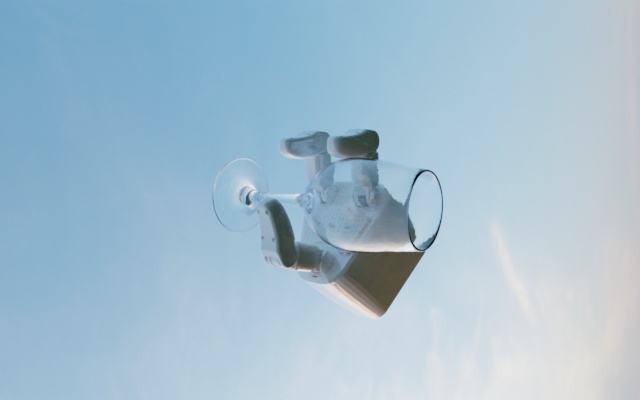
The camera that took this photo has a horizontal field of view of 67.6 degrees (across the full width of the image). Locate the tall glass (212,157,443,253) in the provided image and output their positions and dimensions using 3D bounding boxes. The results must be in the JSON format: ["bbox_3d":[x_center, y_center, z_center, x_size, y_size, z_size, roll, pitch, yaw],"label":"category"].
[{"bbox_3d":[-0.001,0.001,0.415,0.201,0.079,0.079,4,3,38],"label":"tall glass"}]
